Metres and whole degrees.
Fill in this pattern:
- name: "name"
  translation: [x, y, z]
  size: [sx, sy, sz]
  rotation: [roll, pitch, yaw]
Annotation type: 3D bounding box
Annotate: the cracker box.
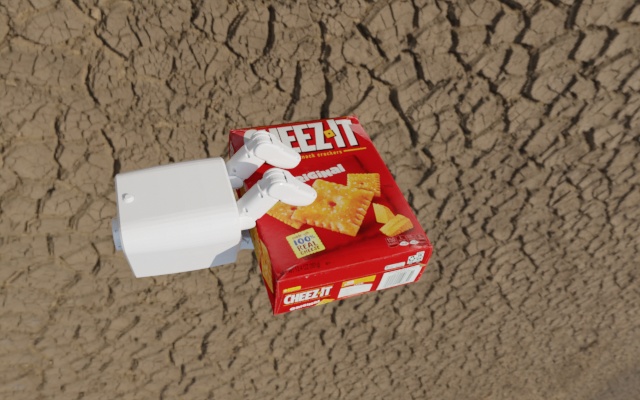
- name: "cracker box"
  translation: [0.000, 0.002, 0.525]
  size: [0.164, 0.213, 0.072]
  rotation: [-9, -39, -18]
